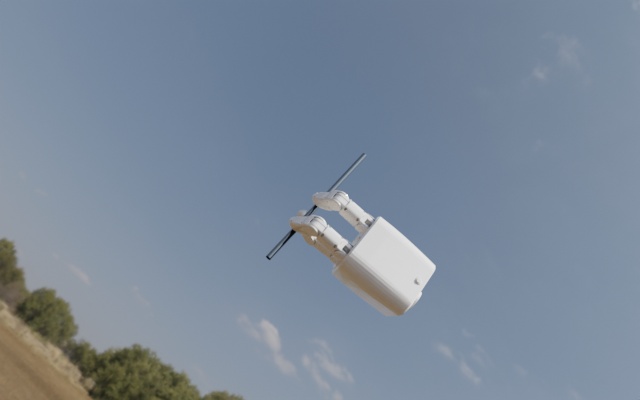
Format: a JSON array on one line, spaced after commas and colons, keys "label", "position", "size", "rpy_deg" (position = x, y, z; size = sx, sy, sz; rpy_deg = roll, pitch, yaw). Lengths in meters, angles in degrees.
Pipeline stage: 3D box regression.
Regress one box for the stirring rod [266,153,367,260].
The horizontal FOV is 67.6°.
[{"label": "stirring rod", "position": [0.000, 0.002, 0.705], "size": [0.011, 0.011, 0.239], "rpy_deg": [0, 39, 49]}]
